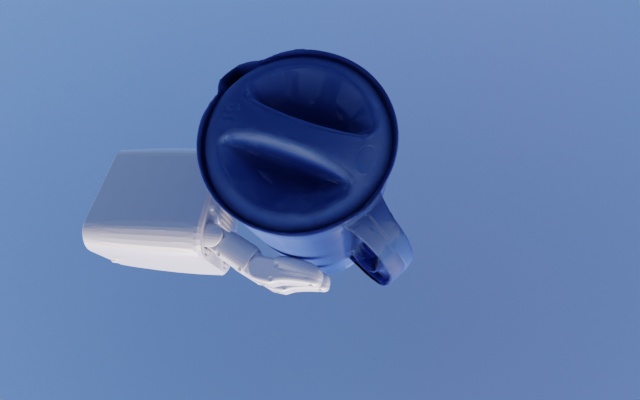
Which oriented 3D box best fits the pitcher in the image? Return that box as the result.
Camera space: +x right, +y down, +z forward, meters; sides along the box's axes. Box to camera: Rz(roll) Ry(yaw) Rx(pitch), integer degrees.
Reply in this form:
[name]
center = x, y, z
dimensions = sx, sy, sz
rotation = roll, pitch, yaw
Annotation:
[pitcher]
center = 0.000, 0.001, 0.415
dimensions = 0.145, 0.149, 0.243
rotation = 2, -18, 6
